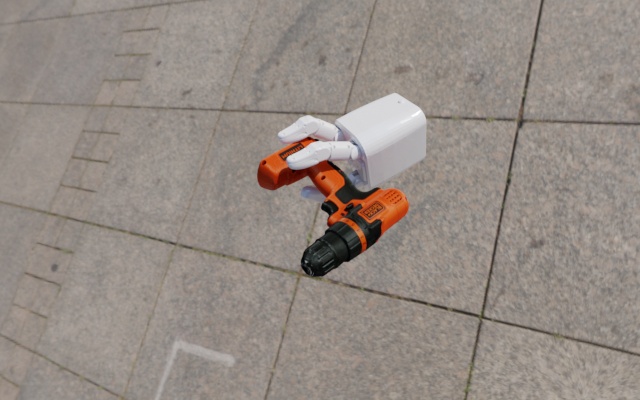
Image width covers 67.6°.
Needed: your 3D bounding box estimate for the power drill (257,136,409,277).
[{"bbox_3d":[0.000,0.002,0.650,0.184,0.057,0.187,-32,61,-34],"label":"power drill"}]
